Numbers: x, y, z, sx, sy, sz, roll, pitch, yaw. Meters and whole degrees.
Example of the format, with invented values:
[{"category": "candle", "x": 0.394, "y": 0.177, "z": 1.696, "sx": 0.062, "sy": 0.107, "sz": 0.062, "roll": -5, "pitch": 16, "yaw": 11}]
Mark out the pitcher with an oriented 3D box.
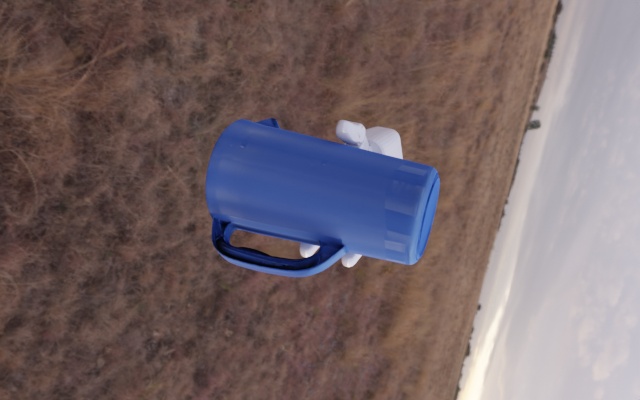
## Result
[{"category": "pitcher", "x": 0.000, "y": 0.002, "z": 0.539, "sx": 0.243, "sy": 0.149, "sz": 0.145, "roll": 13, "pitch": 20, "yaw": 19}]
